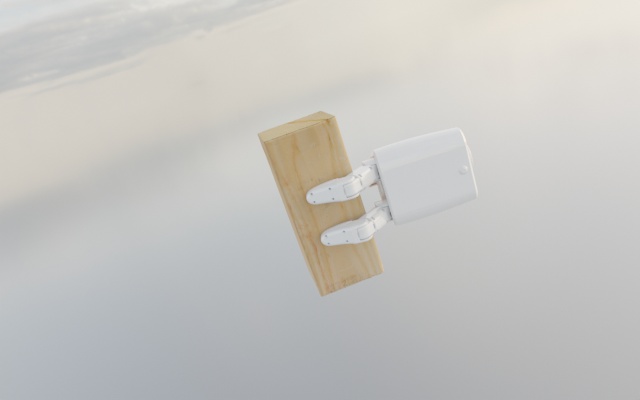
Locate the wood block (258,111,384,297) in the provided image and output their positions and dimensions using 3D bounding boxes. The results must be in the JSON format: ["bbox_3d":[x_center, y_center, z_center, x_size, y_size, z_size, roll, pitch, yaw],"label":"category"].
[{"bbox_3d":[0.000,0.002,0.607,0.090,0.206,0.090,-21,18,-5],"label":"wood block"}]
